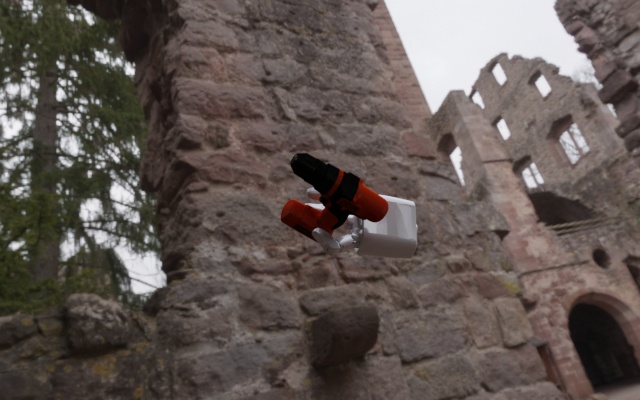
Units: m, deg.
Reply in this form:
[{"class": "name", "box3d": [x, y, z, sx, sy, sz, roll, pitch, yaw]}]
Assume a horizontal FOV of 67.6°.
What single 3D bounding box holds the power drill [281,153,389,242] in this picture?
[{"class": "power drill", "box3d": [0.000, 0.003, 0.841, 0.184, 0.057, 0.188, 32, -32, -14]}]
